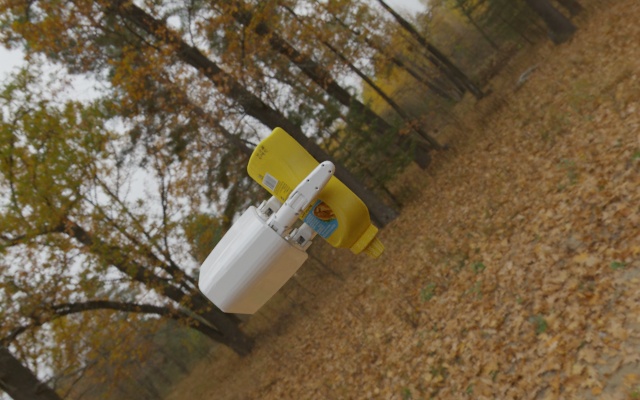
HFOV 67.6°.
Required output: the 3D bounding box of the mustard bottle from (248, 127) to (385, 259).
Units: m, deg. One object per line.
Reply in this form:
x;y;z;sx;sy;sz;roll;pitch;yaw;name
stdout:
0.000;0.001;0.578;0.058;0.191;0.096;-47;-3;-28;mustard bottle
